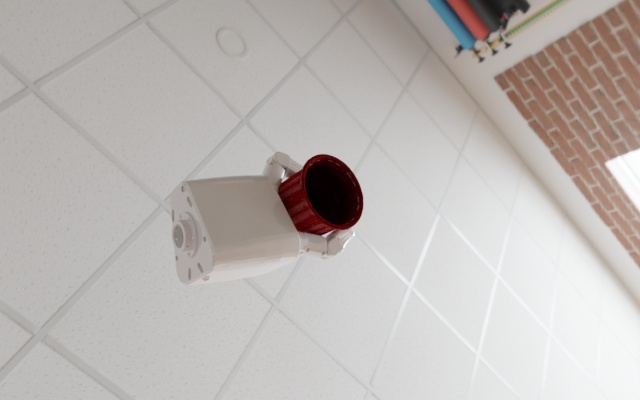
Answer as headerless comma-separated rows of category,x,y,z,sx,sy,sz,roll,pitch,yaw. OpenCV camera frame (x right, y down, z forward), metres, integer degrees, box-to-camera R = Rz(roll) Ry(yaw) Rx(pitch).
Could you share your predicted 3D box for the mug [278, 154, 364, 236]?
mug,0.001,0.002,0.585,0.117,0.093,0.081,-3,-18,-41
